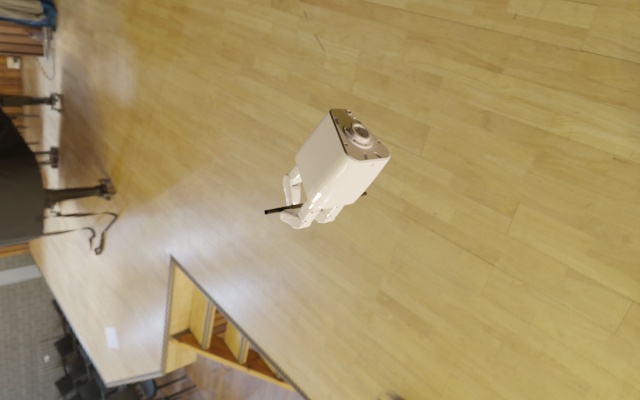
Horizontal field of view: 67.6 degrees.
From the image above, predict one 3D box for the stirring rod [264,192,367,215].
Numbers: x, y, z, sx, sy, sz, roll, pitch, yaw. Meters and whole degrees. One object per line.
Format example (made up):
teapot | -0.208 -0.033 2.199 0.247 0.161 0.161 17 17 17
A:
stirring rod | 0.000 0.003 0.835 0.239 0.011 0.011 -10 7 -43
